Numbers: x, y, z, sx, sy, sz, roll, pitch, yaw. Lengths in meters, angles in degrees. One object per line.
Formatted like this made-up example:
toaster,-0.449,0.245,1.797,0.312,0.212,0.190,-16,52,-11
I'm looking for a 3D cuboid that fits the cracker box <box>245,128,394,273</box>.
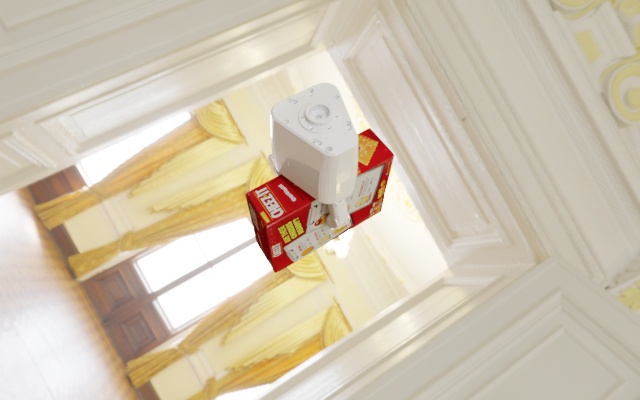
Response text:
cracker box,0.000,0.002,0.730,0.213,0.072,0.164,-29,-26,-17
